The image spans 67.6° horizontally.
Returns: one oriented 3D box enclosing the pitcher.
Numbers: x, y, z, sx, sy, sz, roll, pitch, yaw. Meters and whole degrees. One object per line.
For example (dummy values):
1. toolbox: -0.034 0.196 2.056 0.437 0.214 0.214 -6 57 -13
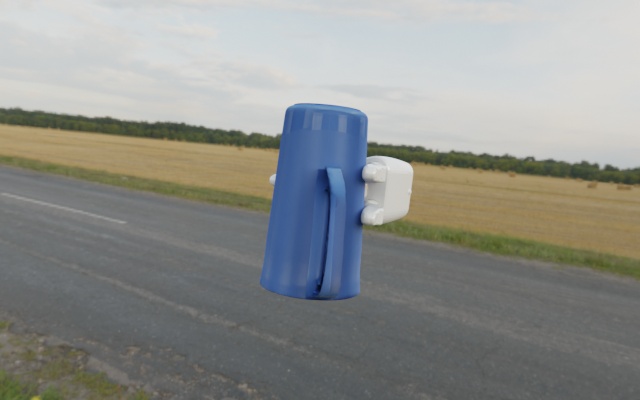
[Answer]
1. pitcher: 0.000 0.002 0.617 0.149 0.243 0.145 9 6 33
